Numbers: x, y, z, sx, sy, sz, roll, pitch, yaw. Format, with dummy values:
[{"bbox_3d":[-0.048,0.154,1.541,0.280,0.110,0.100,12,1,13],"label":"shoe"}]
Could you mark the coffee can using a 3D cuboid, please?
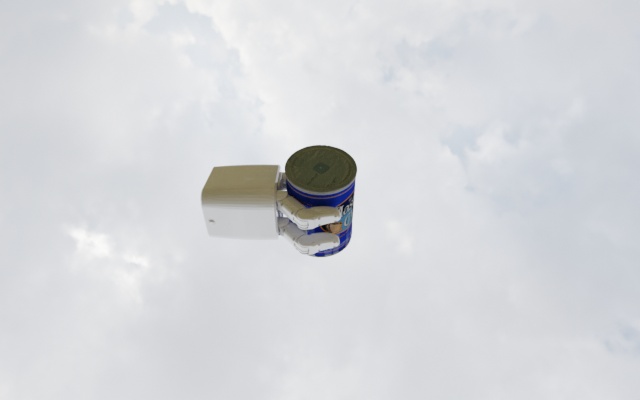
[{"bbox_3d":[0.000,0.002,0.721,0.103,0.140,0.102,0,44,0],"label":"coffee can"}]
